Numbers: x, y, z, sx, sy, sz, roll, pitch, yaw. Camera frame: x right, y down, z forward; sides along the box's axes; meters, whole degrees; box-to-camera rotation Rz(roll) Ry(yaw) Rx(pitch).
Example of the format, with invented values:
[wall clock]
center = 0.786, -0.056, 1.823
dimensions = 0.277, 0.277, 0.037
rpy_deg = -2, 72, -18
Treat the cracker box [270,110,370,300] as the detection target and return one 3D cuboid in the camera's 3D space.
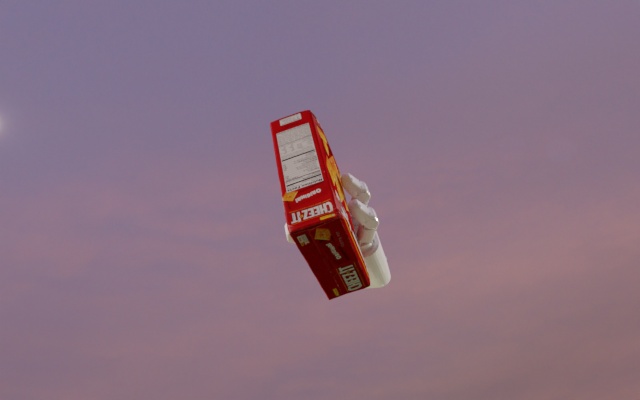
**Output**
[cracker box]
center = 0.000, 0.002, 0.667
dimensions = 0.072, 0.213, 0.164
rpy_deg = -20, -43, 6
